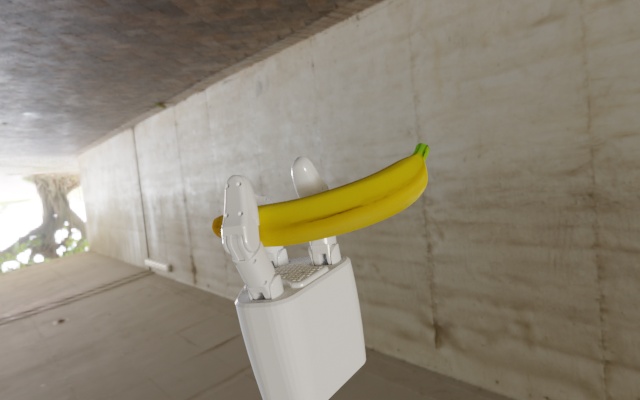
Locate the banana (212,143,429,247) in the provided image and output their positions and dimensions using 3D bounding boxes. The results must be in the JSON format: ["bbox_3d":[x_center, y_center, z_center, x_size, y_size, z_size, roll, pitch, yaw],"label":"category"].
[{"bbox_3d":[0.005,0.005,0.385,0.198,0.037,0.069,-18,17,0],"label":"banana"}]
